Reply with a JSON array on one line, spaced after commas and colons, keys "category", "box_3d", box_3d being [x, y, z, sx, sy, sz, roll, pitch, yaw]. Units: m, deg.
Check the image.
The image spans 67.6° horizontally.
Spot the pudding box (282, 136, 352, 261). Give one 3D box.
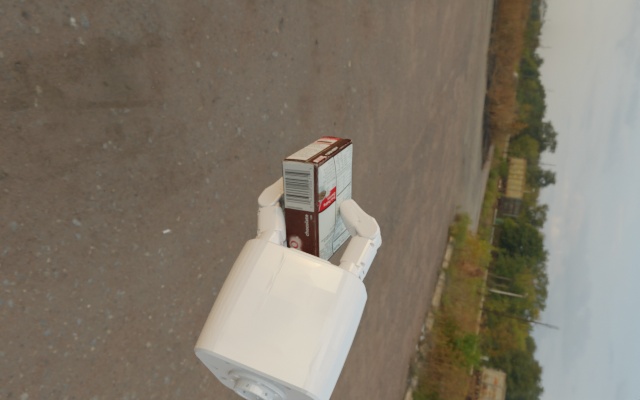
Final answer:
[{"category": "pudding box", "box_3d": [0.000, 0.002, 0.477, 0.039, 0.113, 0.090, 10, 25, 22]}]
